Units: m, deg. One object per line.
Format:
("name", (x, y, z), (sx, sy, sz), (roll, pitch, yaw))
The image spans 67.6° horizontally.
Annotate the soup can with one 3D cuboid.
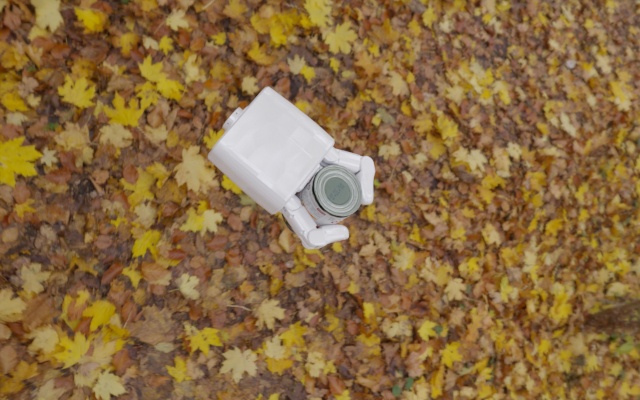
("soup can", (0.001, 0.002, 0.605), (0.068, 0.068, 0.102), (0, -17, -27))
